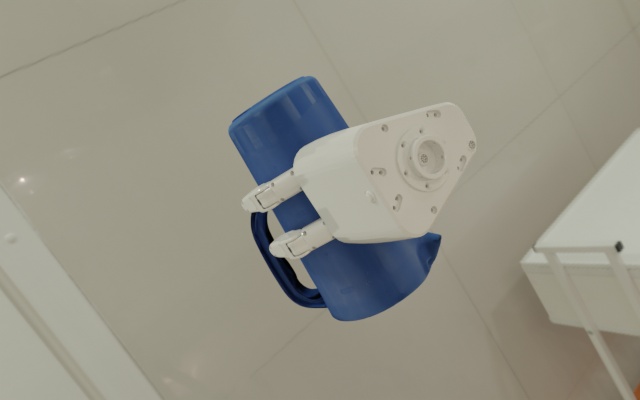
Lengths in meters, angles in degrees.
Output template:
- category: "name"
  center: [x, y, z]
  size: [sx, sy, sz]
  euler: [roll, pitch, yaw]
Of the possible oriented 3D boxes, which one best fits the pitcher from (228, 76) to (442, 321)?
- category: "pitcher"
  center: [0.000, 0.002, 0.516]
  size: [0.149, 0.243, 0.145]
  euler: [-36, 11, -23]
